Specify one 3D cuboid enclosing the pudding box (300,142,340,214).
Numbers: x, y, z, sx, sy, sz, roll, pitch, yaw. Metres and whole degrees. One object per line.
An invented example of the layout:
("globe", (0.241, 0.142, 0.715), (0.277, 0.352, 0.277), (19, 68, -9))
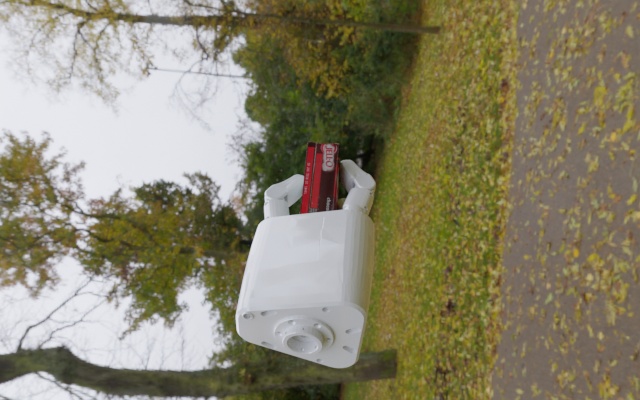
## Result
("pudding box", (0.000, 0.002, 0.517), (0.039, 0.090, 0.113), (6, -22, 1))
